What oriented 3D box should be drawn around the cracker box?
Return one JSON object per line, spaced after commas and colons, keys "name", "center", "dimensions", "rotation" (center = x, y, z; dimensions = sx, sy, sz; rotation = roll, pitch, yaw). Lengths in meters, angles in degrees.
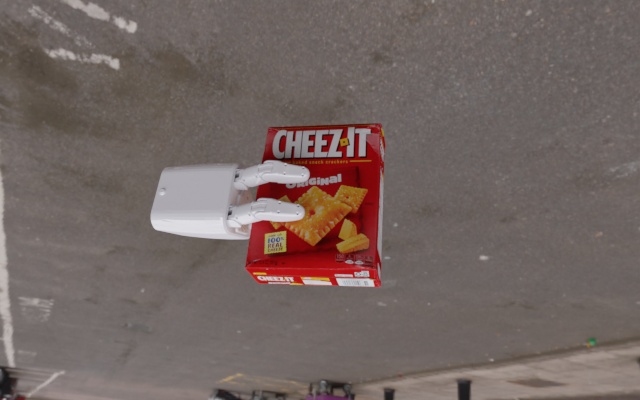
{"name": "cracker box", "center": [0.000, 0.002, 0.635], "dimensions": [0.164, 0.213, 0.072], "rotation": [0, -27, 11]}
